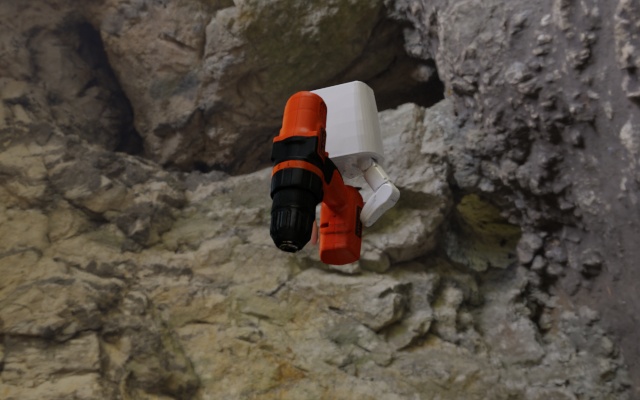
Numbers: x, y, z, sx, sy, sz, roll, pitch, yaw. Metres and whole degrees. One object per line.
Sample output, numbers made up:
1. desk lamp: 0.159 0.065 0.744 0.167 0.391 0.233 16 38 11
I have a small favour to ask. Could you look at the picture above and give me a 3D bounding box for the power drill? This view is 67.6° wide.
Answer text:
1. power drill: 0.000 0.002 0.534 0.057 0.184 0.188 -3 -32 17
